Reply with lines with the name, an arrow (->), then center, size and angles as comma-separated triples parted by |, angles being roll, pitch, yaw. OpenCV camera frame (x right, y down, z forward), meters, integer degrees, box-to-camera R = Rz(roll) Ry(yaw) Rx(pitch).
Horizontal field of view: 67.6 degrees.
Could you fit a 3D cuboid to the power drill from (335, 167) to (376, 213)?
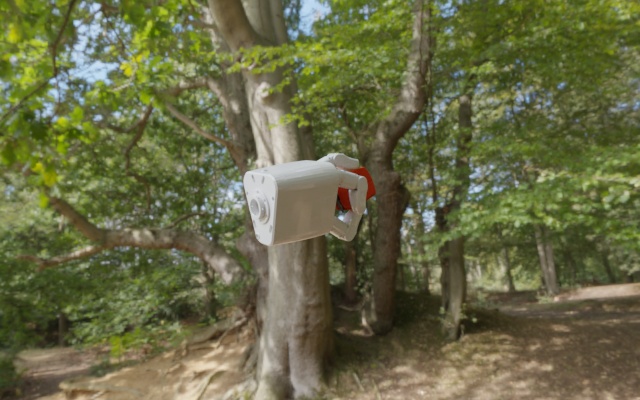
power drill -> 0.000, 0.003, 0.834 | 0.188, 0.057, 0.184 | -24, 3, 36
